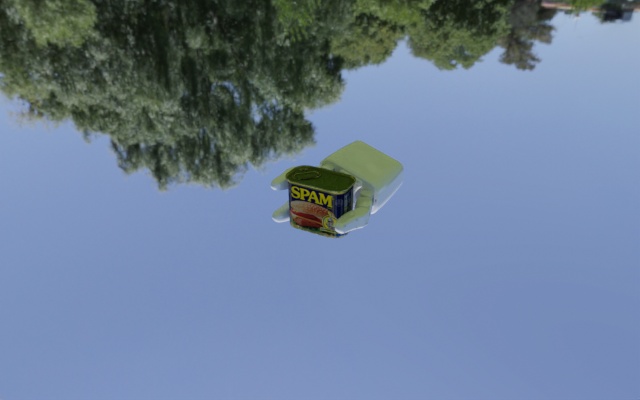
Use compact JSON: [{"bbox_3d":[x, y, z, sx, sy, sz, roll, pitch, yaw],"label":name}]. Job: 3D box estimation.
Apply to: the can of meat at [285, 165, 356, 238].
[{"bbox_3d":[0.000,0.003,0.713,0.102,0.084,0.057,15,33,25],"label":"can of meat"}]
